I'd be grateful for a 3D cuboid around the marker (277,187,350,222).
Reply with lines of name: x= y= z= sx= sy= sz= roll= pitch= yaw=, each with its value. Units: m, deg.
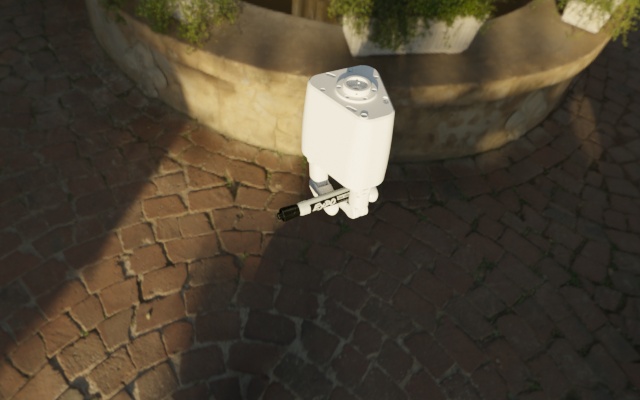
marker: x=0.000 y=0.002 z=0.620 sx=0.121 sy=0.020 sz=0.020 roll=-19 pitch=7 yaw=-20
